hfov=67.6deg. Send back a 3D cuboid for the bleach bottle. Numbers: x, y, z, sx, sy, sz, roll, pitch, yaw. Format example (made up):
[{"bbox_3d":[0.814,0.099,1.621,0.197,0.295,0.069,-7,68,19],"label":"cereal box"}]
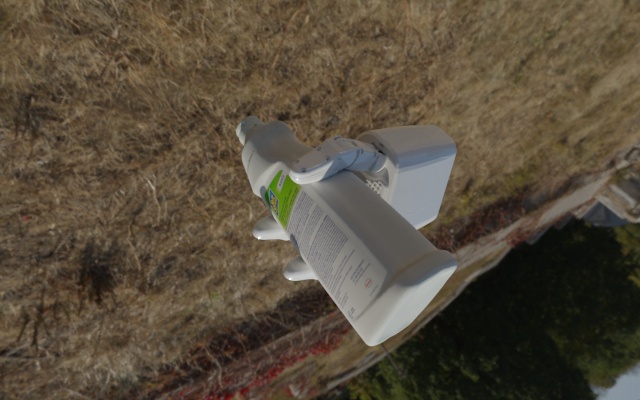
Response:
[{"bbox_3d":[0.000,0.002,0.433,0.068,0.103,0.250,-16,54,-40],"label":"bleach bottle"}]
